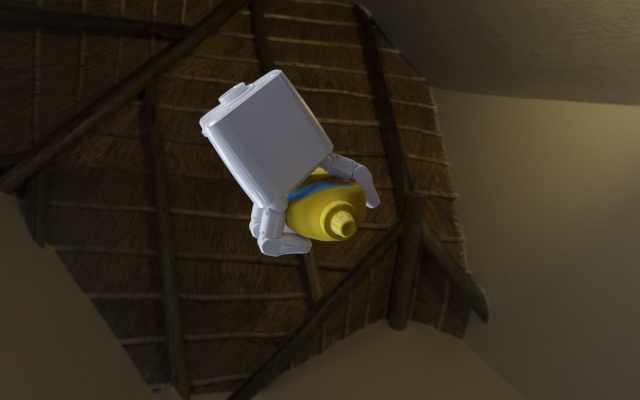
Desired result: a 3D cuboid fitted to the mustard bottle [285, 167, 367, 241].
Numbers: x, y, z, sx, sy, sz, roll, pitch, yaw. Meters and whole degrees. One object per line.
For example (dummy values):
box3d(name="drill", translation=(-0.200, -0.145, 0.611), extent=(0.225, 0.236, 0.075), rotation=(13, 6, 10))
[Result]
box3d(name="mustard bottle", translation=(0.000, 0.002, 0.557), extent=(0.096, 0.058, 0.191), rotation=(-13, 19, -14))
